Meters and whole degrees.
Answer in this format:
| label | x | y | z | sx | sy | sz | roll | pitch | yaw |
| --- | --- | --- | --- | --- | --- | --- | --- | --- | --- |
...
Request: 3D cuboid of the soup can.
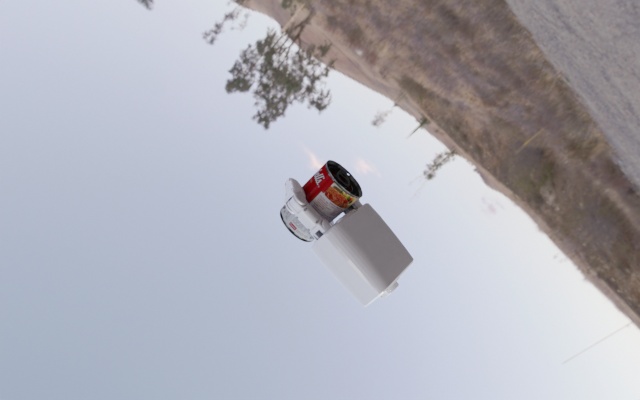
| label | x | y | z | sx | sy | sz | roll | pitch | yaw |
| --- | --- | --- | --- | --- | --- | --- | --- | --- | --- |
| soup can | 0.000 | 0.002 | 0.670 | 0.102 | 0.068 | 0.068 | -44 | -20 | 22 |
